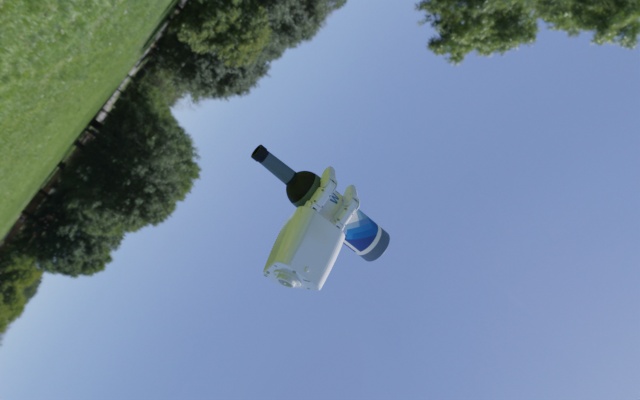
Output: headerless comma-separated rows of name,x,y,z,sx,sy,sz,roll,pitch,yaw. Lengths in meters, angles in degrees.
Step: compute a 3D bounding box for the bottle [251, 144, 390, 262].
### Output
bottle,0.000,0.003,0.839,0.296,0.069,0.069,39,-18,-23
